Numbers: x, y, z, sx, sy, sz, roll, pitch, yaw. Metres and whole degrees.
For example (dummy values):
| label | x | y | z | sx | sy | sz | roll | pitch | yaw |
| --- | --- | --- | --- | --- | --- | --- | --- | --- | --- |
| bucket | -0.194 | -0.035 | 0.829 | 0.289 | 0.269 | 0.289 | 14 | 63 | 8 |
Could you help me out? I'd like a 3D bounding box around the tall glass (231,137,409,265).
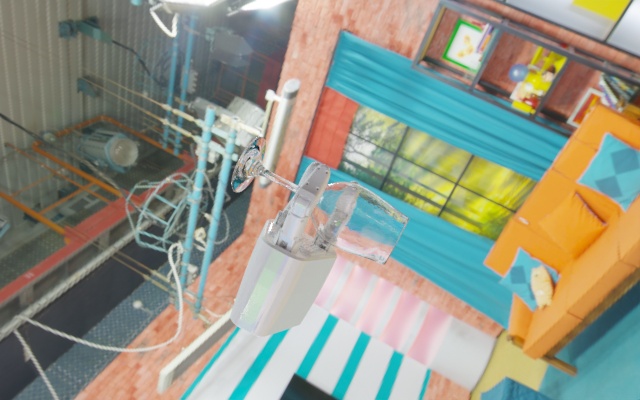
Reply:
| label | x | y | z | sx | sy | sz | roll | pitch | yaw |
| --- | --- | --- | --- | --- | --- | --- | --- | --- | --- |
| tall glass | 0.000 | 0.001 | 0.561 | 0.201 | 0.079 | 0.079 | 27 | 5 | 10 |
